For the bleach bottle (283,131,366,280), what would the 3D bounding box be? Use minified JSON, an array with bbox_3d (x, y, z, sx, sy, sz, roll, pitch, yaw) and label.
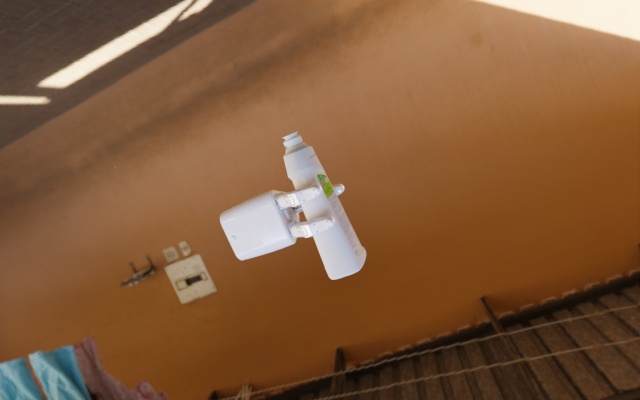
[{"bbox_3d":[0.000,0.003,0.815,0.068,0.251,0.102,-21,9,14],"label":"bleach bottle"}]
